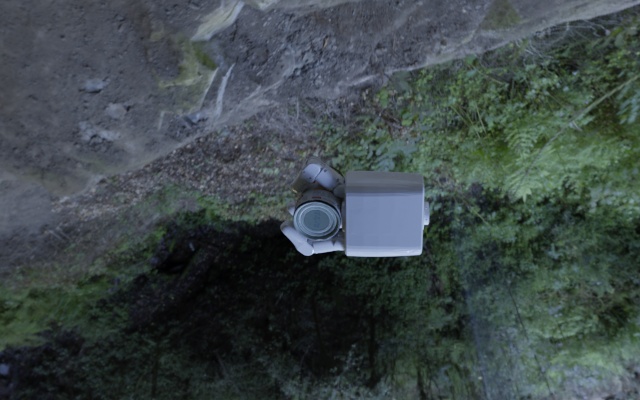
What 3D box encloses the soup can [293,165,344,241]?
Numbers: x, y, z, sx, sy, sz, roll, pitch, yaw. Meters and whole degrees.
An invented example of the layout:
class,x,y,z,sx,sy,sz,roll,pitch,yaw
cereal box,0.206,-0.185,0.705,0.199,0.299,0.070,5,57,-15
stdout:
class,x,y,z,sx,sy,sz,roll,pitch,yaw
soup can,0.000,0.002,0.686,0.068,0.068,0.102,0,32,7
